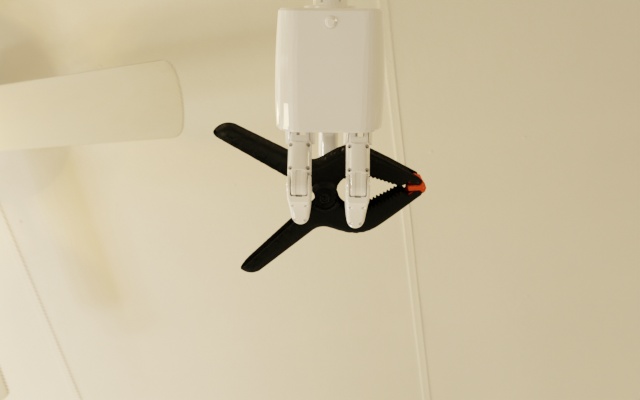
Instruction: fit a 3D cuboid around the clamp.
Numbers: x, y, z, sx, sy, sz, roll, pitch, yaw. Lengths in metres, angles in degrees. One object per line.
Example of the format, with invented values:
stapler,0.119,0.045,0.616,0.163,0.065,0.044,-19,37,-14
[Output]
clamp,0.001,0.001,0.494,0.210,0.165,0.036,1,23,1
